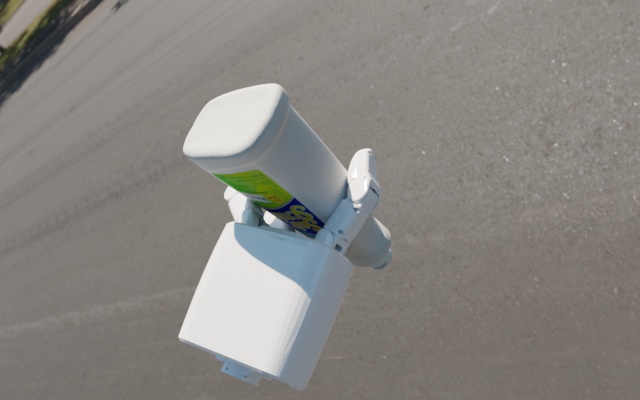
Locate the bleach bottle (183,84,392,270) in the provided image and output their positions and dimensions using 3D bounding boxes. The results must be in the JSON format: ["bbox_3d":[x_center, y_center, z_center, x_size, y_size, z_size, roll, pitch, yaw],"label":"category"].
[{"bbox_3d":[0.000,0.001,0.442,0.102,0.068,0.251,2,-29,43],"label":"bleach bottle"}]
